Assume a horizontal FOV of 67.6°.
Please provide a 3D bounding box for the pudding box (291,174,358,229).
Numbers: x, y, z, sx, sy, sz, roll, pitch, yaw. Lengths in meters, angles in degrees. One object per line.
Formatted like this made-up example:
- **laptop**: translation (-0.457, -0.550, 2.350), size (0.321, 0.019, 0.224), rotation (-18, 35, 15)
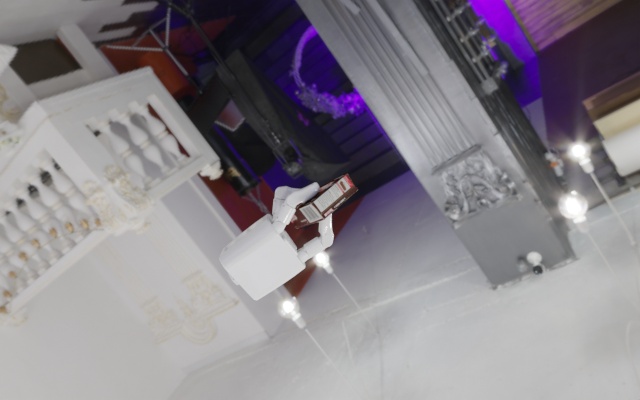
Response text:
- **pudding box**: translation (0.000, 0.003, 0.824), size (0.090, 0.039, 0.113), rotation (-41, 11, -27)
